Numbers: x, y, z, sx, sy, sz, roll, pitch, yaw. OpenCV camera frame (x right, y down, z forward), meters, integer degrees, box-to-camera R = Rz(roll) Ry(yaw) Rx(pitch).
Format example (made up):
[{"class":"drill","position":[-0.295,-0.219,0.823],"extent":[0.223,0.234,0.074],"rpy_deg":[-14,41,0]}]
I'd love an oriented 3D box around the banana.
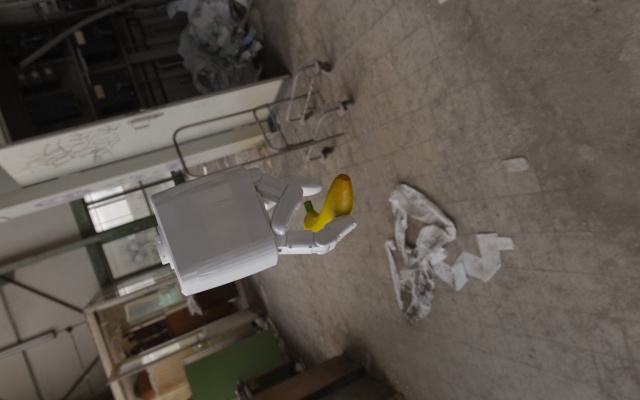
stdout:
[{"class":"banana","position":[0.006,0.020,0.616],"extent":[0.037,0.069,0.198],"rpy_deg":[-19,-4,-18]}]
